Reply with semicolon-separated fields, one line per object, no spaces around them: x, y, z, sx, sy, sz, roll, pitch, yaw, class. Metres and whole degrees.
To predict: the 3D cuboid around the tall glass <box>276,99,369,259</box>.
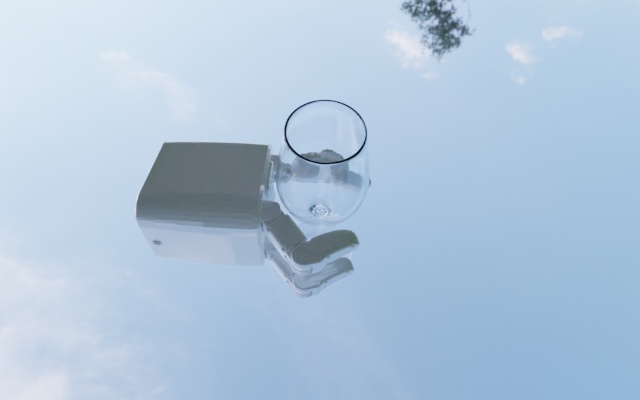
0.000;0.002;0.432;0.079;0.079;0.201;0;-32;-3;tall glass
